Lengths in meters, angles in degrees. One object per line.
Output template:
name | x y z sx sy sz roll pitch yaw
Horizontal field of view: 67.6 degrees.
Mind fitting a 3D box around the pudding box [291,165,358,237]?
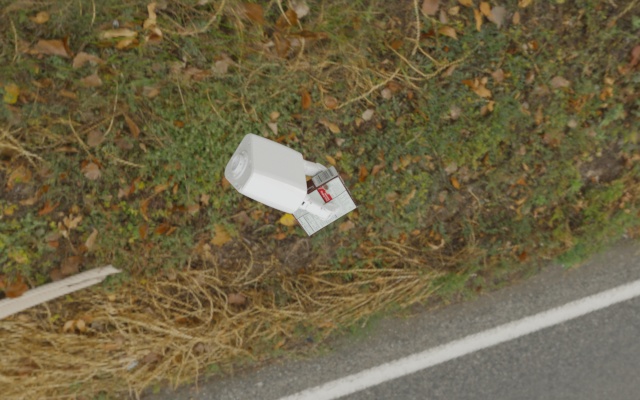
pudding box | 0.000 0.003 0.880 0.113 0.090 0.039 -30 39 4
